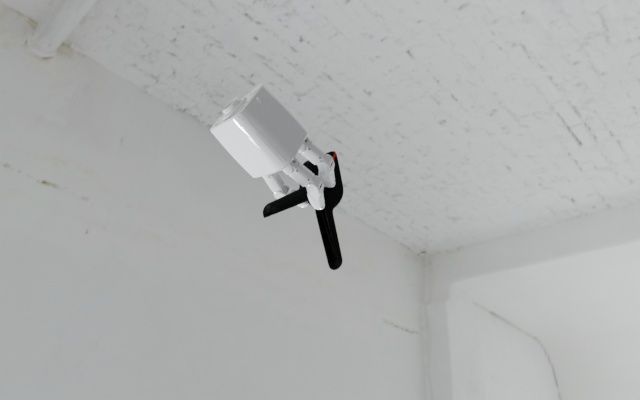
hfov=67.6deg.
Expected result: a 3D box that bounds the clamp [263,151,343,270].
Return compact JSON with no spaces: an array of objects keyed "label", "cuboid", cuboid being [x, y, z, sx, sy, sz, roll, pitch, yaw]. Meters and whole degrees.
[{"label":"clamp","cuboid":[0.000,0.002,0.804,0.036,0.165,0.209,-24,29,39]}]
